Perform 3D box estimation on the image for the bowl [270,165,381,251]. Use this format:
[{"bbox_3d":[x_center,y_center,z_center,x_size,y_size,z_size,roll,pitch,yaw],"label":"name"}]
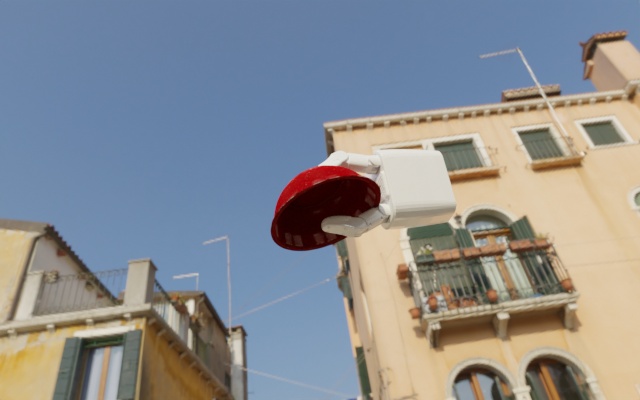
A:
[{"bbox_3d":[-0.001,0.002,0.662,0.162,0.055,0.162,-18,-34,-12],"label":"bowl"}]
